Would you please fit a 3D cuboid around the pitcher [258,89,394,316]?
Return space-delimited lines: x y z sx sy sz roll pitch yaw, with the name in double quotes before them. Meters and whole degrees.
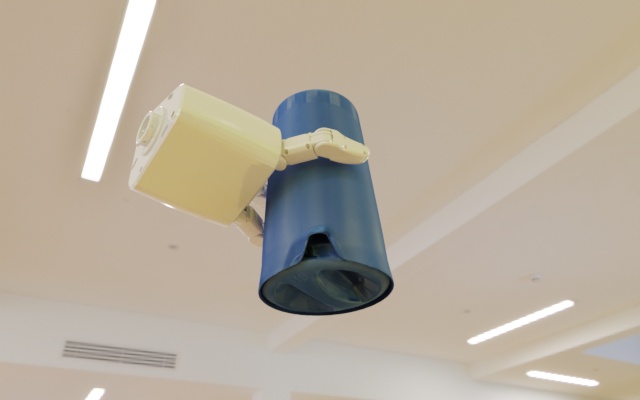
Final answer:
"pitcher" 0.000 0.002 0.541 0.145 0.242 0.149 22 -42 -33
